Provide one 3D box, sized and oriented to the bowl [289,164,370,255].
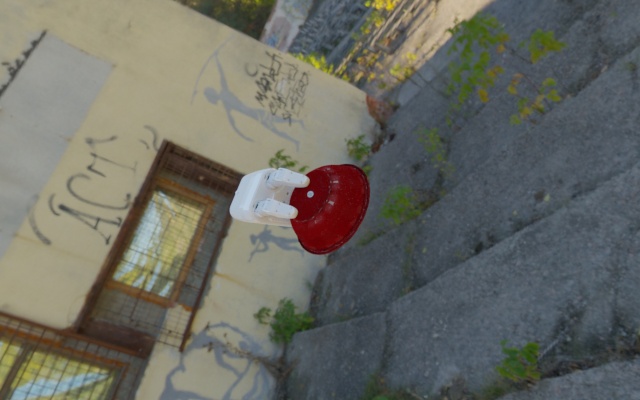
[{"bbox_3d":[0.001,0.002,0.763,0.055,0.162,0.162,31,-20,-38],"label":"bowl"}]
